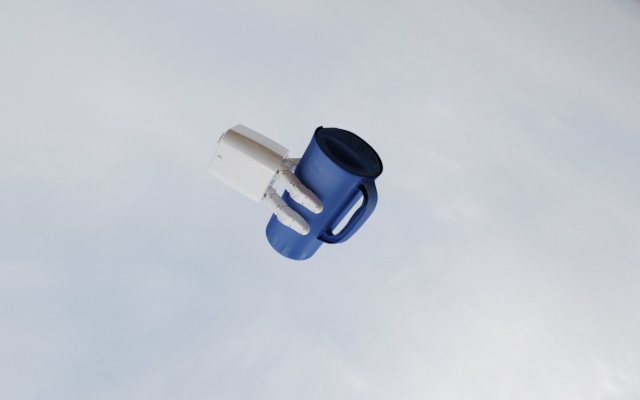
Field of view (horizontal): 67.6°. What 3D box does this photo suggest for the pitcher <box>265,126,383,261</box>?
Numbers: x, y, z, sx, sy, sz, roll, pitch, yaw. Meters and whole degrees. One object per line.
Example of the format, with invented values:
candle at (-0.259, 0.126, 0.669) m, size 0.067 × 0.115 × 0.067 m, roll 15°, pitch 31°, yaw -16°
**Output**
pitcher at (0.000, 0.003, 0.850) m, size 0.145 × 0.243 × 0.149 m, roll 29°, pitch 34°, yaw -6°
